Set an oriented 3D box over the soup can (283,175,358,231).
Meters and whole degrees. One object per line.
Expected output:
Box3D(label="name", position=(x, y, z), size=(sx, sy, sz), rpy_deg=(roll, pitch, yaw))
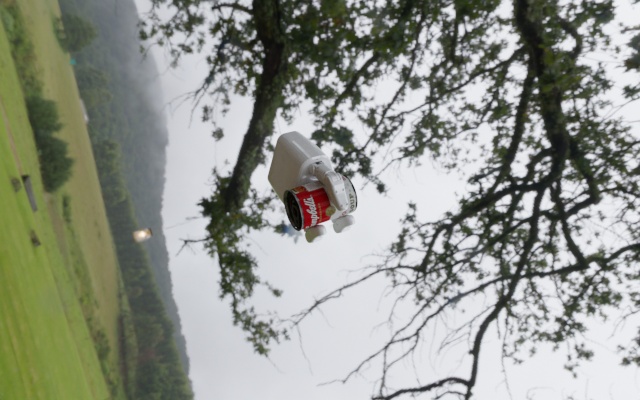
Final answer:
Box3D(label="soup can", position=(0.001, 0.003, 0.771), size=(0.102, 0.068, 0.068), rpy_deg=(-17, 7, -24))
